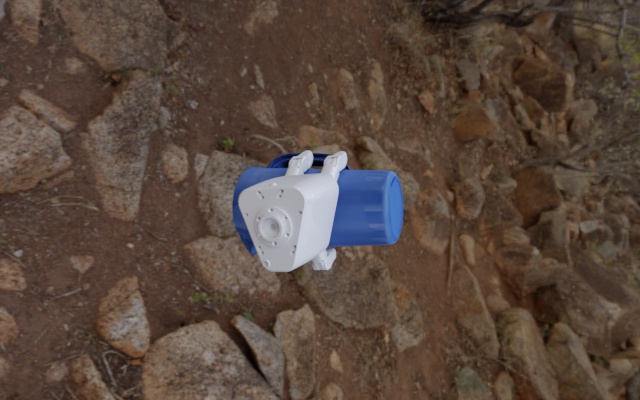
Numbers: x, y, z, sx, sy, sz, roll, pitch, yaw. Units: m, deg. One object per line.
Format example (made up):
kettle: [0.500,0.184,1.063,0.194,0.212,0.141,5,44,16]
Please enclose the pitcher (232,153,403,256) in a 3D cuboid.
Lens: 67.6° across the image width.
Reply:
pitcher: [0.000,0.003,0.740,0.243,0.149,0.145,-1,9,21]
